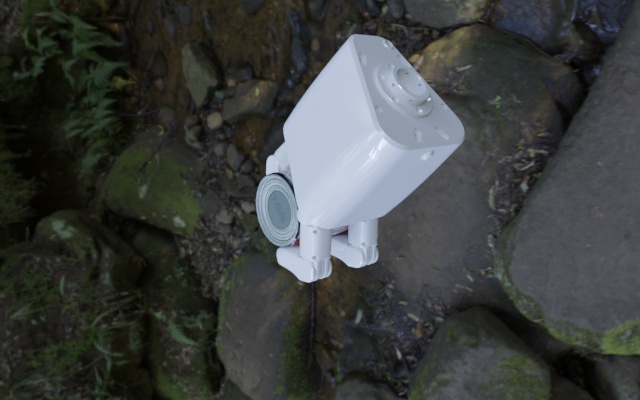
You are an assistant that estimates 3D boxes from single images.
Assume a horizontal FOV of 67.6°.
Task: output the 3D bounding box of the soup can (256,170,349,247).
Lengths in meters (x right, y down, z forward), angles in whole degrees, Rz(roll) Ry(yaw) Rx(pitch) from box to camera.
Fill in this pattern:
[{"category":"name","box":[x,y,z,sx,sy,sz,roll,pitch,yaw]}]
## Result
[{"category":"soup can","box":[0.000,0.002,0.447,0.102,0.068,0.068,-11,7,-39]}]
